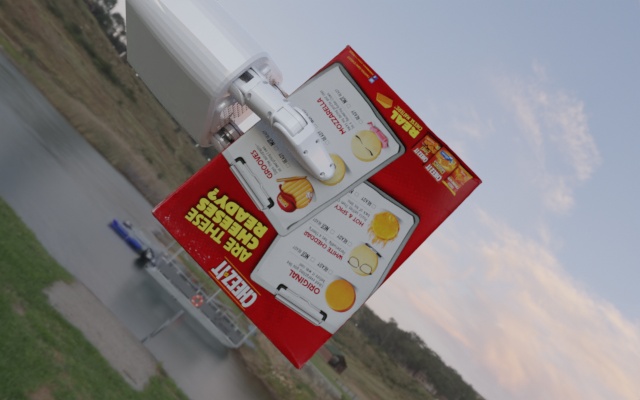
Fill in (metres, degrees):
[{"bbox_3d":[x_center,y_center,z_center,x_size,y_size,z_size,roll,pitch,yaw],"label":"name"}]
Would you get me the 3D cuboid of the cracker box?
[{"bbox_3d":[0.000,0.001,0.405,0.213,0.164,0.072,-43,-3,-12],"label":"cracker box"}]
